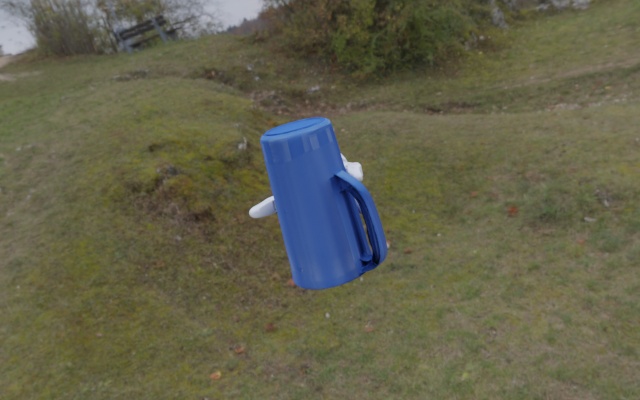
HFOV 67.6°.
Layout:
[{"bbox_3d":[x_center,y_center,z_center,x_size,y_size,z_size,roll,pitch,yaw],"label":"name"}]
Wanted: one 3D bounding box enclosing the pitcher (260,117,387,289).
[{"bbox_3d":[0.000,0.002,0.725,0.149,0.243,0.145,-16,17,-2],"label":"pitcher"}]
